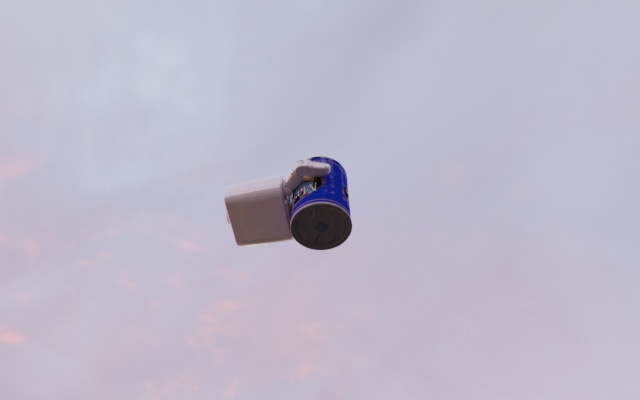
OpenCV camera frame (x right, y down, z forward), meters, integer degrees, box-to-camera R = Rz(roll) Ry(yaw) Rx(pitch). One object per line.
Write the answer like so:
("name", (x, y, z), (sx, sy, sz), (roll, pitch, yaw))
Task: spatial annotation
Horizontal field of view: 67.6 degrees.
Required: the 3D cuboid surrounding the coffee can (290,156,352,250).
("coffee can", (0.000, 0.003, 0.841), (0.103, 0.103, 0.140), (0, 38, -1))
